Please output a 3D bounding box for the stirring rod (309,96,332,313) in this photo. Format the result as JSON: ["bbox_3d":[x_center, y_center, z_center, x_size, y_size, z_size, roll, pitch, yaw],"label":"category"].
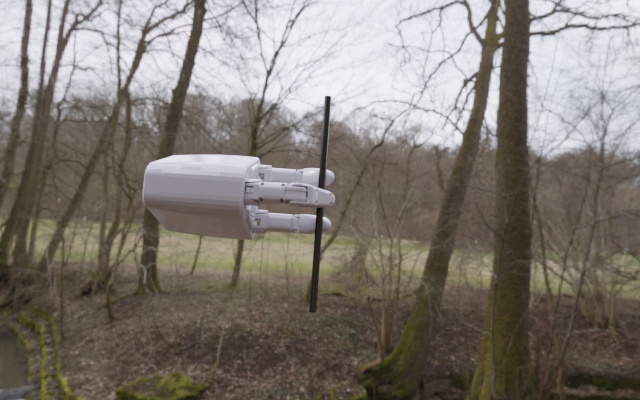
[{"bbox_3d":[0.000,0.002,0.530,0.011,0.239,0.011,4,-5,0],"label":"stirring rod"}]
